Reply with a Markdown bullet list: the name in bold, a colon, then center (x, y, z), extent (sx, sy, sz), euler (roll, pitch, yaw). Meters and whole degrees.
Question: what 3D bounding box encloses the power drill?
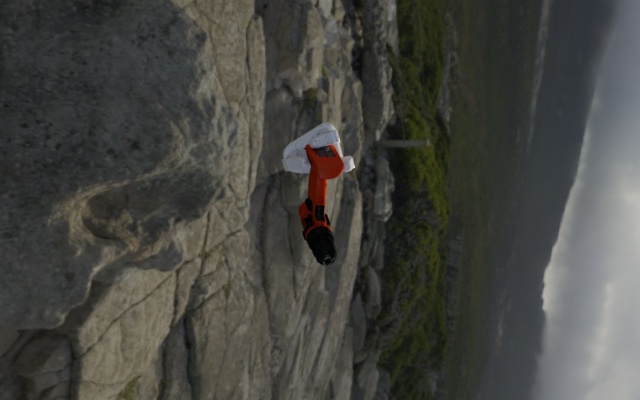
- **power drill**: center (0.000, 0.002, 0.883), extent (0.057, 0.188, 0.184), euler (-1, 31, -16)
